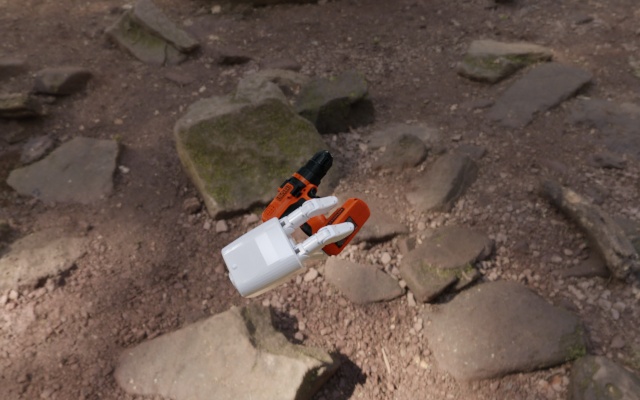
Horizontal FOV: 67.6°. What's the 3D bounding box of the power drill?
[{"bbox_3d":[0.000,0.003,0.855,0.187,0.184,0.057,30,-11,47],"label":"power drill"}]
